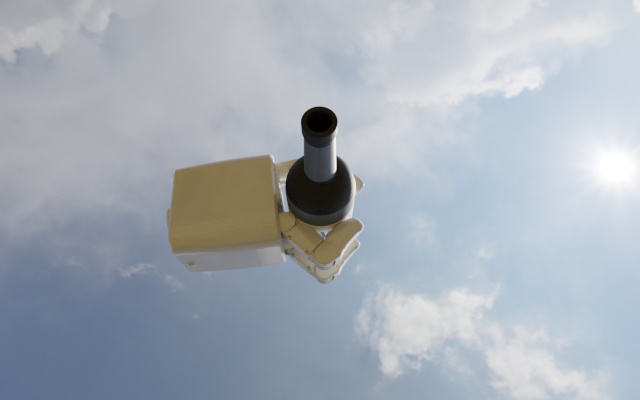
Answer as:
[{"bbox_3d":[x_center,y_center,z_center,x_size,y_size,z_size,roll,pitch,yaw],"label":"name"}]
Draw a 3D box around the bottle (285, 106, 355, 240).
[{"bbox_3d":[0.000,0.002,0.484,0.069,0.069,0.296,0,-24,0],"label":"bottle"}]
